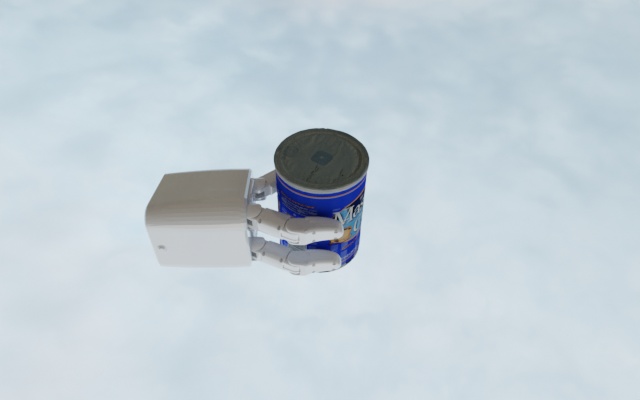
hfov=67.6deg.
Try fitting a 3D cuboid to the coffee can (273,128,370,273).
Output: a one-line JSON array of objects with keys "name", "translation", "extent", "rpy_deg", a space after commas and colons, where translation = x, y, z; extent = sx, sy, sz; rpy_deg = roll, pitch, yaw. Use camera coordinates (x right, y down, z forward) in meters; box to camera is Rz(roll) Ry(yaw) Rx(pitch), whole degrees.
[{"name": "coffee can", "translation": [0.000, 0.002, 0.559], "extent": [0.103, 0.102, 0.140], "rpy_deg": [1, -45, -1]}]
